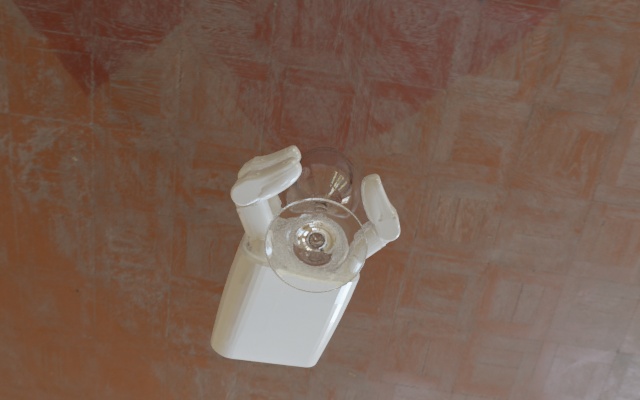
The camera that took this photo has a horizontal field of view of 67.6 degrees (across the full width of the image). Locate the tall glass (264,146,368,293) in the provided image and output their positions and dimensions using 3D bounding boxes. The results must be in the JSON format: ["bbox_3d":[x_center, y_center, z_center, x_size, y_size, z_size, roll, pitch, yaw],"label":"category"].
[{"bbox_3d":[0.000,0.002,0.434,0.079,0.079,0.201,0,19,2],"label":"tall glass"}]
